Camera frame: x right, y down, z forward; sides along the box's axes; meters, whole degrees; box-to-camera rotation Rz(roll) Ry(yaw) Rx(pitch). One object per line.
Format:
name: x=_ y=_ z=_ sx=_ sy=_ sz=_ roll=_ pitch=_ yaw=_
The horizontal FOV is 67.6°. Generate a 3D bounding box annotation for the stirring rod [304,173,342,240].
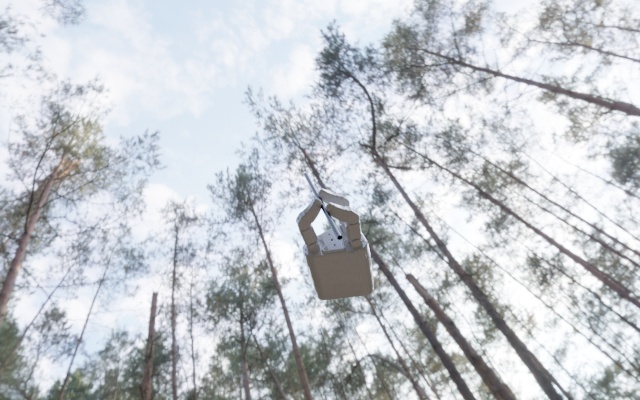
stirring rod: x=0.000 y=0.003 z=0.813 sx=0.011 sy=0.011 sz=0.239 roll=0 pitch=26 yaw=-15
